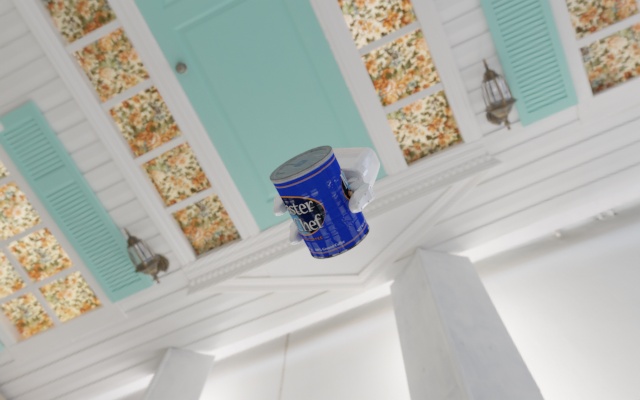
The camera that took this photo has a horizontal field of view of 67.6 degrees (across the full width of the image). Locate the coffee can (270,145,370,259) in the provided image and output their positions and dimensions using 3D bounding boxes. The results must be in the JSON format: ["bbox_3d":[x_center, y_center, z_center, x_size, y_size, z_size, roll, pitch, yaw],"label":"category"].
[{"bbox_3d":[0.000,0.002,0.723,0.103,0.140,0.102,-24,19,9],"label":"coffee can"}]
